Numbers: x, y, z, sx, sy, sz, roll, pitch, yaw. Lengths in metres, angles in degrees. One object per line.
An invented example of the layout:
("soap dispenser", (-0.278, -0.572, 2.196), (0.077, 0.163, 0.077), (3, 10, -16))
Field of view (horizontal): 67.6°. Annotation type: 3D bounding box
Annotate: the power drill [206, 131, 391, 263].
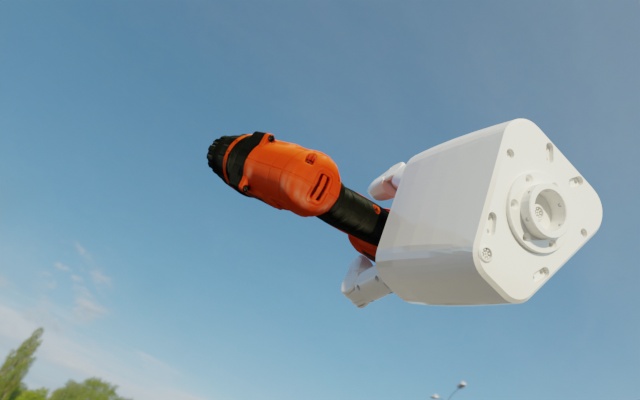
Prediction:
("power drill", (0.001, 0.002, 0.425), (0.188, 0.057, 0.184), (27, -2, -34))
